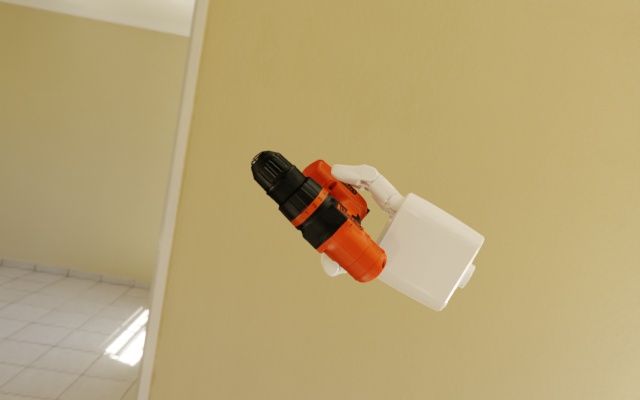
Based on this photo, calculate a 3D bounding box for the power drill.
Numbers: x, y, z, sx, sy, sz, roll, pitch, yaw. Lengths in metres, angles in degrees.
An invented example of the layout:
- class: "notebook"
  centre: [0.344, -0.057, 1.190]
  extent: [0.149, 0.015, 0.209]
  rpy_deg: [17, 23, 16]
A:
- class: "power drill"
  centre: [0.000, 0.002, 0.581]
  extent: [0.057, 0.184, 0.187]
  rpy_deg: [-42, 8, 13]
